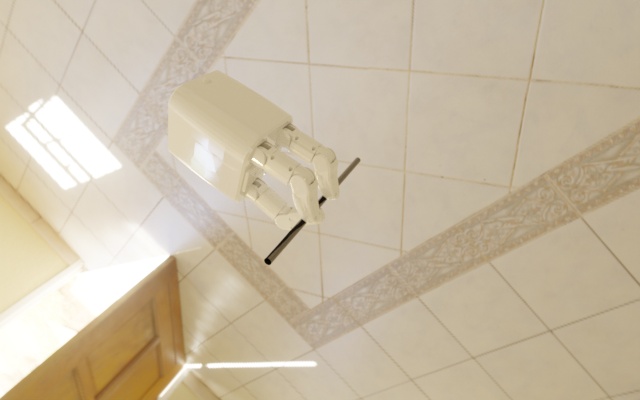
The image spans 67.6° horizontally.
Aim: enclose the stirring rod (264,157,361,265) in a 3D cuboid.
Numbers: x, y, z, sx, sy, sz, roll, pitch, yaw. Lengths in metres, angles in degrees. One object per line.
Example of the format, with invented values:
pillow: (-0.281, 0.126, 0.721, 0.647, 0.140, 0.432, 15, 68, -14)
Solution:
stirring rod: (0.000, 0.002, 0.543, 0.011, 0.011, 0.239, 0, 28, 28)
